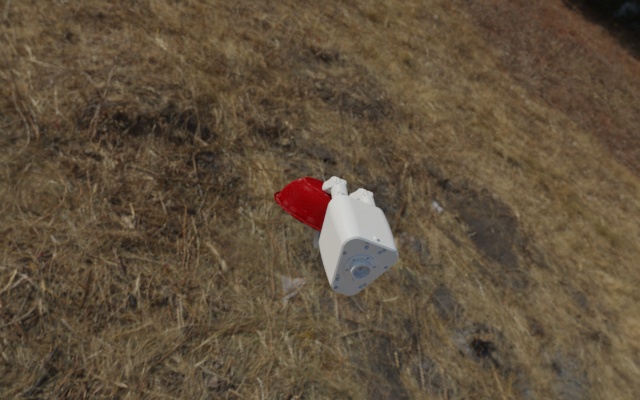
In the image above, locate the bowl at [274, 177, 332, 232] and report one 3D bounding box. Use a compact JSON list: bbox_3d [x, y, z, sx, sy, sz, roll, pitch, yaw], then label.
[{"bbox_3d":[0.000,0.002,0.860,0.162,0.055,0.162,26,13,-7],"label":"bowl"}]
